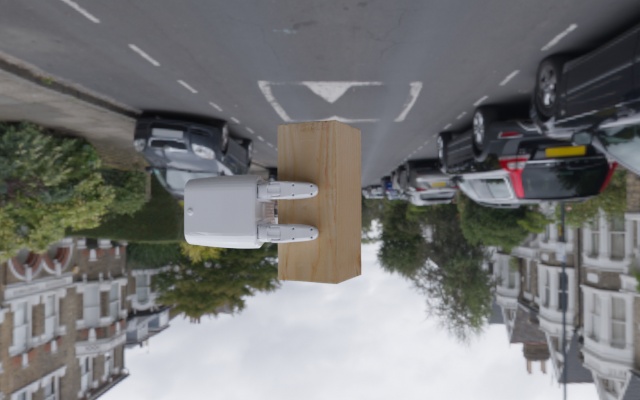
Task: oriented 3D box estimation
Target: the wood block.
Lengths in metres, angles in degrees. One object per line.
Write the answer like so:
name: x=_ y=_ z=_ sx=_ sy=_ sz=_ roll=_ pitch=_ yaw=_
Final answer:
wood block: x=0.000 y=0.002 z=0.654 sx=0.090 sy=0.206 sz=0.091 roll=0 pitch=-1 yaw=25
